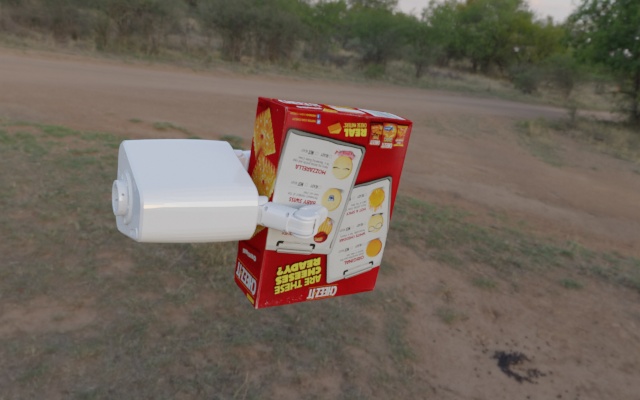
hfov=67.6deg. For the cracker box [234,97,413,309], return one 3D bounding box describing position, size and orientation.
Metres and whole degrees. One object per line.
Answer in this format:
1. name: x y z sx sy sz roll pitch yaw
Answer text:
1. cracker box: 0.000 0.002 0.535 0.164 0.214 0.072 -1 21 -33
